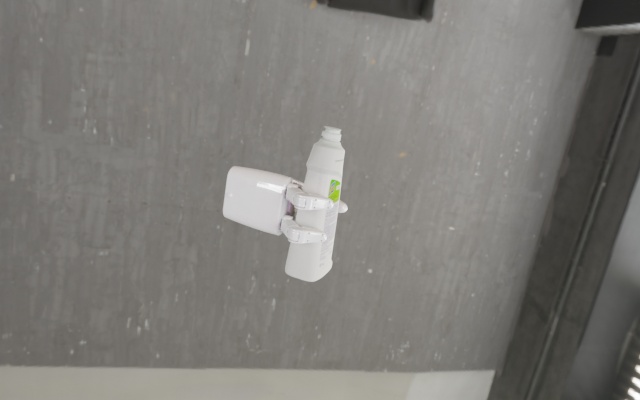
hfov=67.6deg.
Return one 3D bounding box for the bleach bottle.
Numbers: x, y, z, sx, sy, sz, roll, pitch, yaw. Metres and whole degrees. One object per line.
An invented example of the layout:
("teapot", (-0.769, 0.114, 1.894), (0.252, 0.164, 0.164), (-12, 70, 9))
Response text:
("bleach bottle", (0.000, 0.003, 0.798), (0.068, 0.251, 0.102), (15, 15, 16))
